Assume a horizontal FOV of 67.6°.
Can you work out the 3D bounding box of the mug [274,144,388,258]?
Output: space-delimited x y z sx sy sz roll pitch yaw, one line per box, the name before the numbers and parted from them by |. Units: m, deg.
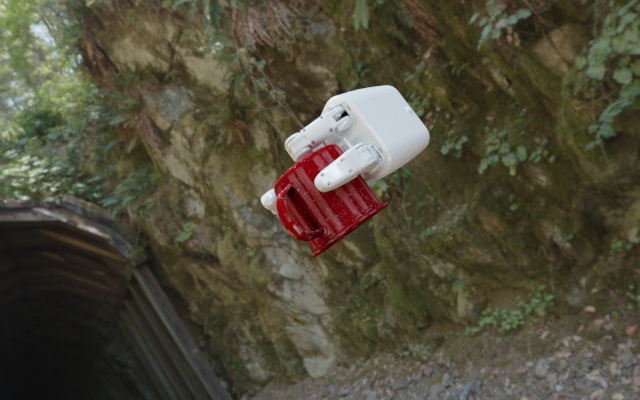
mug | -0.001 0.002 0.470 0.117 0.081 0.093 -28 -10 -49
